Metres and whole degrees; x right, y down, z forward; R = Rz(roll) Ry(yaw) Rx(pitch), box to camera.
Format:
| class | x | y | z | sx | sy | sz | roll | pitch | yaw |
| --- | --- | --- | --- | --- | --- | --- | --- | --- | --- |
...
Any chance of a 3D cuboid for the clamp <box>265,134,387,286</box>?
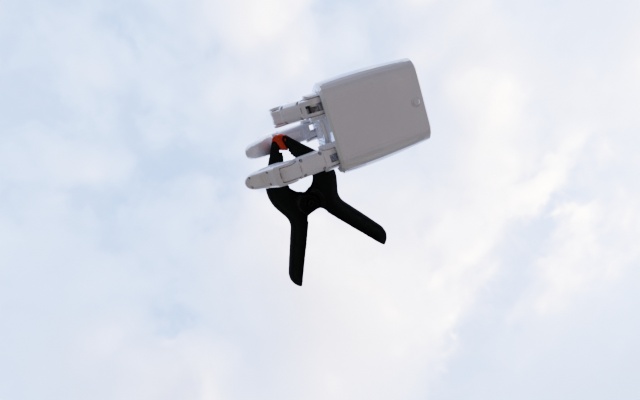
| class | x | y | z | sx | sy | sz | roll | pitch | yaw |
| --- | --- | --- | --- | --- | --- | --- | --- | --- | --- |
| clamp | 0.000 | 0.002 | 0.533 | 0.120 | 0.171 | 0.039 | -20 | 14 | -7 |
